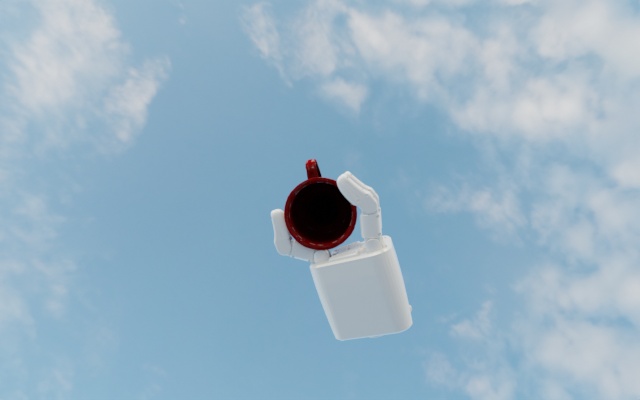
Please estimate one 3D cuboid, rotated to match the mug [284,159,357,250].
[{"bbox_3d":[0.000,0.001,0.640,0.093,0.117,0.081,-16,4,7],"label":"mug"}]
